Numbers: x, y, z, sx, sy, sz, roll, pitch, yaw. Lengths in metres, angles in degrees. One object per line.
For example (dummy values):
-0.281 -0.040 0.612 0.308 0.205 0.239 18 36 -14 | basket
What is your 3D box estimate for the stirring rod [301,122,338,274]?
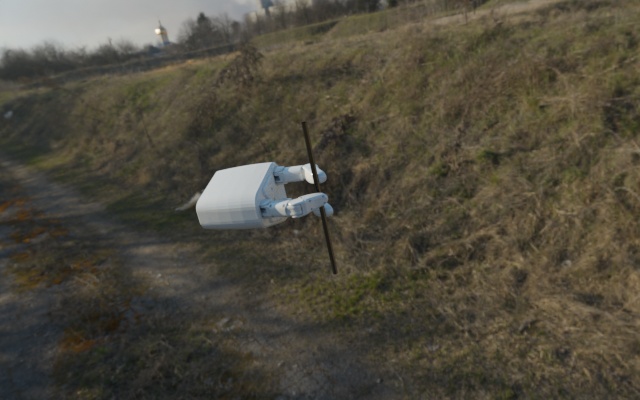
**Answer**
0.000 0.002 0.704 0.011 0.240 0.011 -10 20 4 | stirring rod
